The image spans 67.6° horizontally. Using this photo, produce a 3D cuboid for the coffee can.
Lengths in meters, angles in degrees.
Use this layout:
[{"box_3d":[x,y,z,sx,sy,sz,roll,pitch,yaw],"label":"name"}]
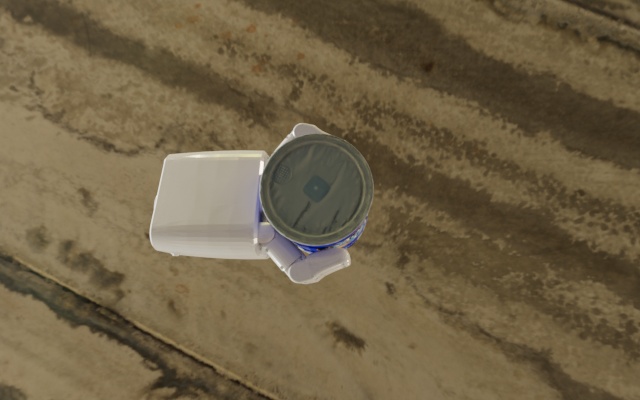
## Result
[{"box_3d":[0.000,0.002,0.493,0.103,0.102,0.140,0,-11,3],"label":"coffee can"}]
